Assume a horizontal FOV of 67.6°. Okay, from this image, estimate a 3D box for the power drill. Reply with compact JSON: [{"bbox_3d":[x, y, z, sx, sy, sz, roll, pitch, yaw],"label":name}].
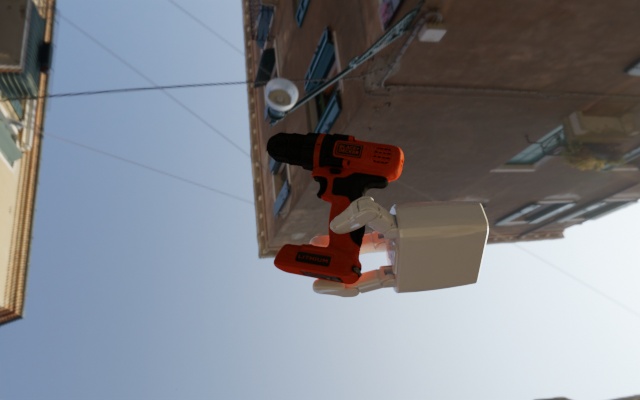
[{"bbox_3d":[0.000,0.002,0.606,0.184,0.187,0.057,9,-16,17],"label":"power drill"}]
